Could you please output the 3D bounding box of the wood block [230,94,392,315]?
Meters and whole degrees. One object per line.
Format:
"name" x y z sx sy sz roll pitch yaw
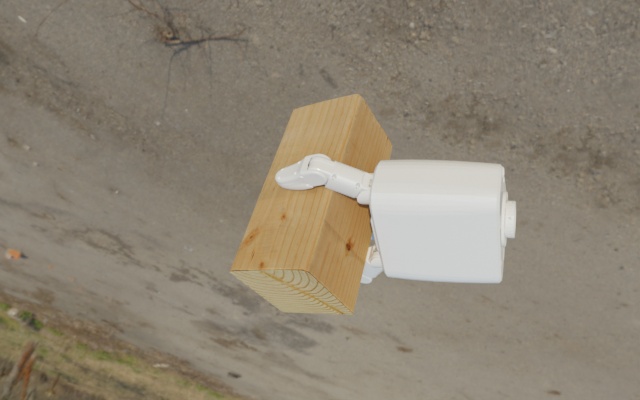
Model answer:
"wood block" 0.000 0.002 0.492 0.090 0.206 0.091 -6 -38 34
